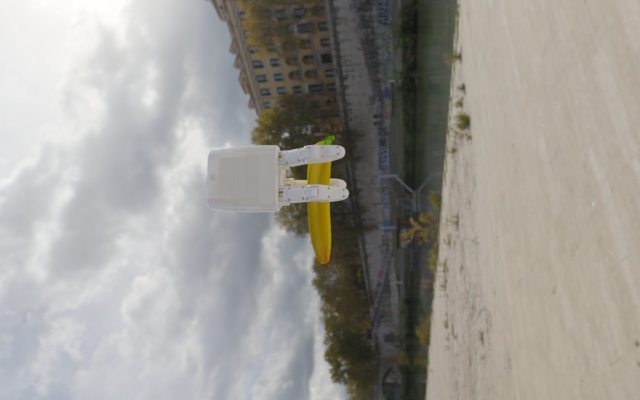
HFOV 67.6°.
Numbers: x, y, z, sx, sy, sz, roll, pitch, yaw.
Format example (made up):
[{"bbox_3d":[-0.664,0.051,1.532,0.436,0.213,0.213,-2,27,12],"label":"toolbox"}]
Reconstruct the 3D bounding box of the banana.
[{"bbox_3d":[-0.001,-0.004,0.739,0.037,0.198,0.069,0,10,-5],"label":"banana"}]
